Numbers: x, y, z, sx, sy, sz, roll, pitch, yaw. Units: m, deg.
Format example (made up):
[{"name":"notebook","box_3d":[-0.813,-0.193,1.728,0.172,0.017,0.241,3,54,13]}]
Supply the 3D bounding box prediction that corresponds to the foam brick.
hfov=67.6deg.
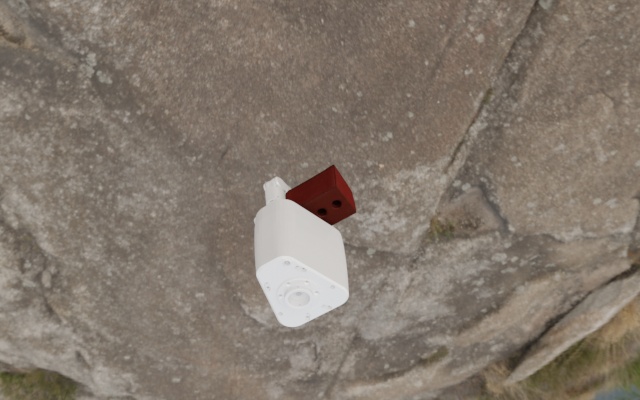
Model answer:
[{"name":"foam brick","box_3d":[0.000,0.002,0.624,0.078,0.053,0.051,-30,32,14]}]
